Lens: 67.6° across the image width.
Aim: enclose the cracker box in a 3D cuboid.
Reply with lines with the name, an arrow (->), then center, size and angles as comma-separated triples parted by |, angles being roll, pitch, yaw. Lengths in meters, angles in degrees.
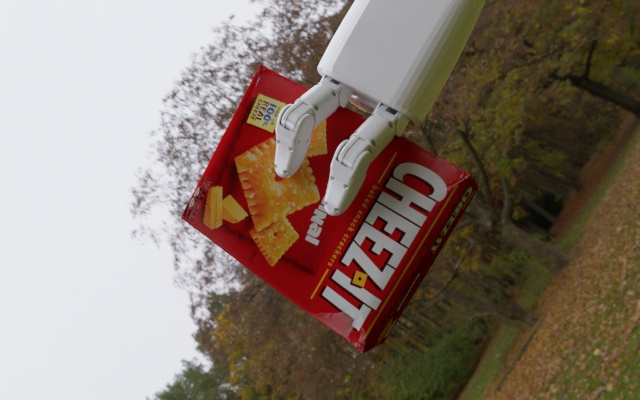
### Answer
cracker box -> 0.000, 0.001, 0.423 | 0.213, 0.164, 0.072 | 32, 6, 22
